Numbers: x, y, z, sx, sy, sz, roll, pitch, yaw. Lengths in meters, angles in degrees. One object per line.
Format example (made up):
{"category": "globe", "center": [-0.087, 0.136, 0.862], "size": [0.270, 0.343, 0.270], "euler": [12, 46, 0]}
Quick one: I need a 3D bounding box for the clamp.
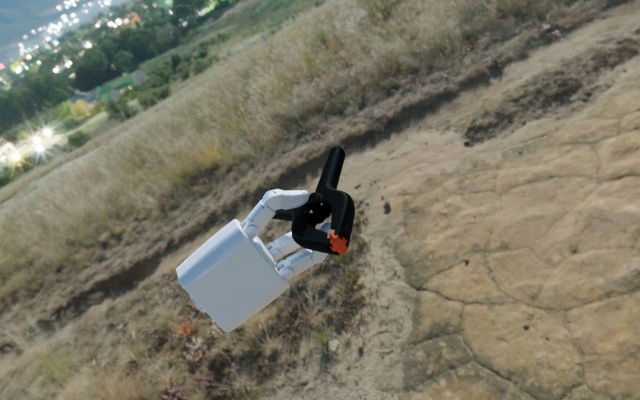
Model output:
{"category": "clamp", "center": [0.000, 0.002, 0.662], "size": [0.036, 0.164, 0.210], "euler": [51, -3, -32]}
